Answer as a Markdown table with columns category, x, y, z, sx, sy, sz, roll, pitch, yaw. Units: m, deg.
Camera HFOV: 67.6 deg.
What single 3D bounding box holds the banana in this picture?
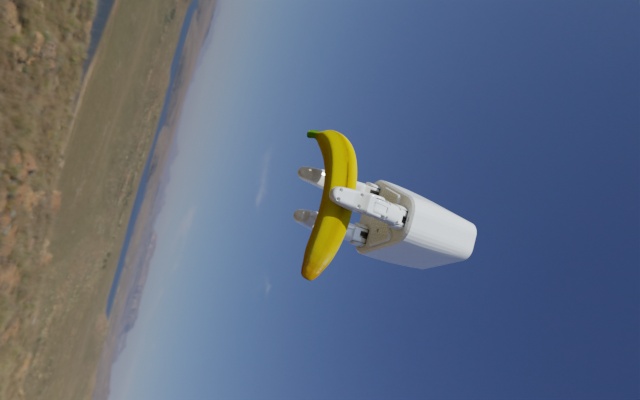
| category | x | y | z | sx | sy | sz | roll | pitch | yaw |
| --- | --- | --- | --- | --- | --- | --- | --- | --- | --- |
| banana | 0.012 | -0.008 | 0.547 | 0.037 | 0.197 | 0.070 | 22 | -33 | -32 |
